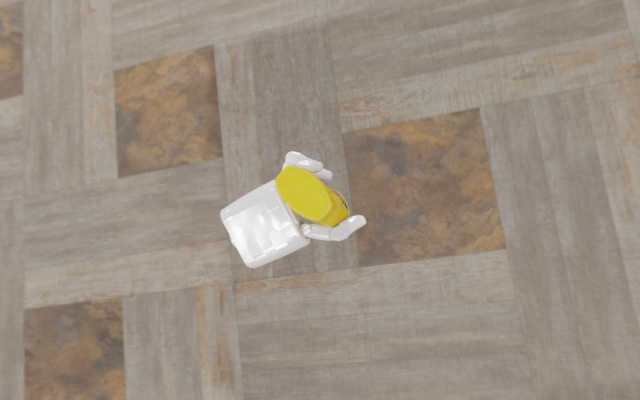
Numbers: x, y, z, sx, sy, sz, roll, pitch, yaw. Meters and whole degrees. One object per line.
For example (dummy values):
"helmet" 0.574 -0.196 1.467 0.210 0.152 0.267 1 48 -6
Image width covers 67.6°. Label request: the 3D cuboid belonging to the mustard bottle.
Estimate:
"mustard bottle" 0.000 0.002 0.756 0.096 0.058 0.192 40 4 17
